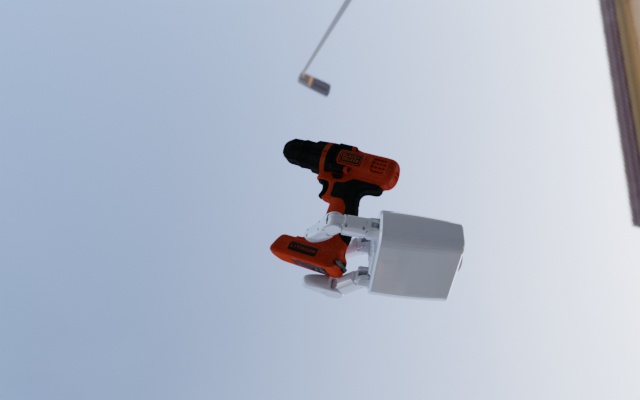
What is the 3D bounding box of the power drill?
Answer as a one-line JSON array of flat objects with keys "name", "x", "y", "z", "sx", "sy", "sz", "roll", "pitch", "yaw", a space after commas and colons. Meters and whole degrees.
[{"name": "power drill", "x": 0.000, "y": 0.003, "z": 0.678, "sx": 0.184, "sy": 0.187, "sz": 0.057, "roll": 15, "pitch": -18, "yaw": 25}]
